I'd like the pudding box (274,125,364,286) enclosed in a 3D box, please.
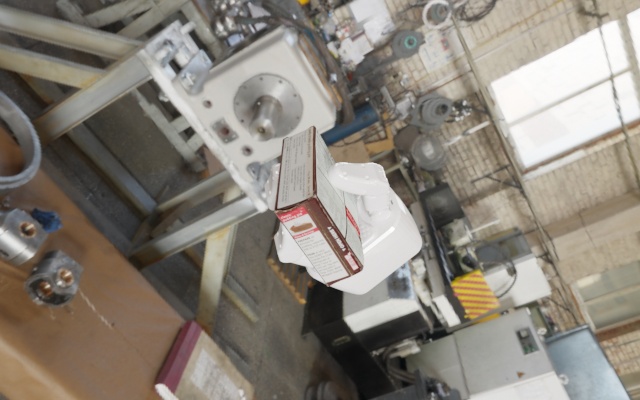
[{"bbox_3d":[0.000,0.001,0.412,0.039,0.090,0.113,-24,33,14],"label":"pudding box"}]
